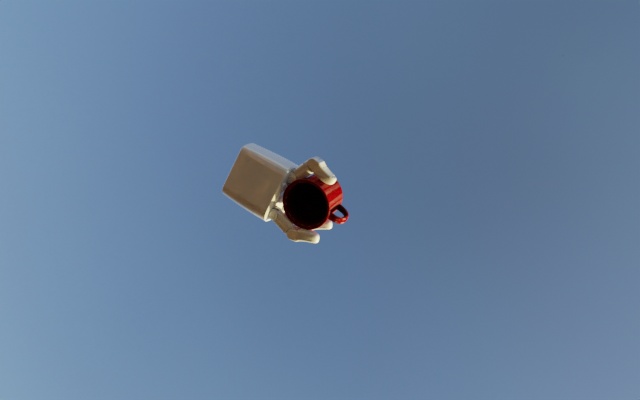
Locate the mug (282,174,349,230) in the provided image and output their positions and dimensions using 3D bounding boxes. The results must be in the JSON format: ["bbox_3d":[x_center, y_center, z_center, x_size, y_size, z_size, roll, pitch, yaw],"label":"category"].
[{"bbox_3d":[0.001,0.003,0.868,0.117,0.093,0.081,30,26,14],"label":"mug"}]
